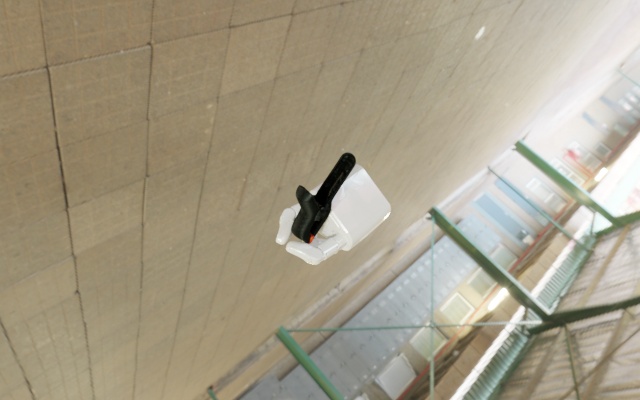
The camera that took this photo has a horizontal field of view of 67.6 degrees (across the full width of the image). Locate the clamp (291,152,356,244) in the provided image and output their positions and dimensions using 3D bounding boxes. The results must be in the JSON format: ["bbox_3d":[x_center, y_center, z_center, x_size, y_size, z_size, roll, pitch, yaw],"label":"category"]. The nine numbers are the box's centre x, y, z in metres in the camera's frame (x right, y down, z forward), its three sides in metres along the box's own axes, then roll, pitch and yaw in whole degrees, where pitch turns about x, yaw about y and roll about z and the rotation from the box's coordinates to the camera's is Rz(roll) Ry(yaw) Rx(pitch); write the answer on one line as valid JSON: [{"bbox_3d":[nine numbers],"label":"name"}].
[{"bbox_3d":[0.000,0.003,0.724,0.120,0.039,0.172,-35,-19,-28],"label":"clamp"}]
